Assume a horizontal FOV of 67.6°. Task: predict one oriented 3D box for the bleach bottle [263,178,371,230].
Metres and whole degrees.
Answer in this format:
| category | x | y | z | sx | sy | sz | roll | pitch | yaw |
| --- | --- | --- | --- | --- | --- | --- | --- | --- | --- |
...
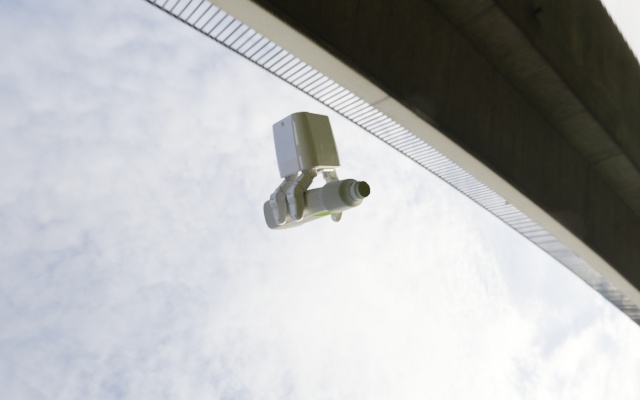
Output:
| category | x | y | z | sx | sy | sz | roll | pitch | yaw |
| --- | --- | --- | --- | --- | --- | --- | --- | --- | --- |
| bleach bottle | 0.000 | 0.003 | 0.869 | 0.102 | 0.068 | 0.251 | -11 | -4 | -40 |
